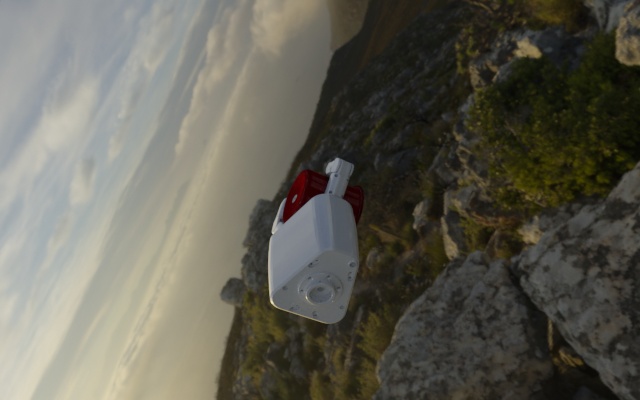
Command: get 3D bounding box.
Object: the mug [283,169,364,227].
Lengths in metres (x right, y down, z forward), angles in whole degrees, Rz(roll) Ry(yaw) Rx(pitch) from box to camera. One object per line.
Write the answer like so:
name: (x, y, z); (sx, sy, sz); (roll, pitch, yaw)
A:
mug: (0.000, 0.001, 0.656); (0.081, 0.093, 0.117); (22, 27, -17)
